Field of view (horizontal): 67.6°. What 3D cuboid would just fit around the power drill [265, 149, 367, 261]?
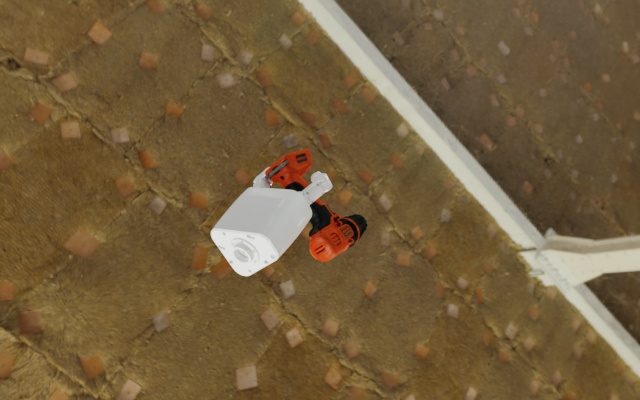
[{"bbox_3d":[0.000,0.002,0.824,0.057,0.187,0.184,-38,-5,25],"label":"power drill"}]
